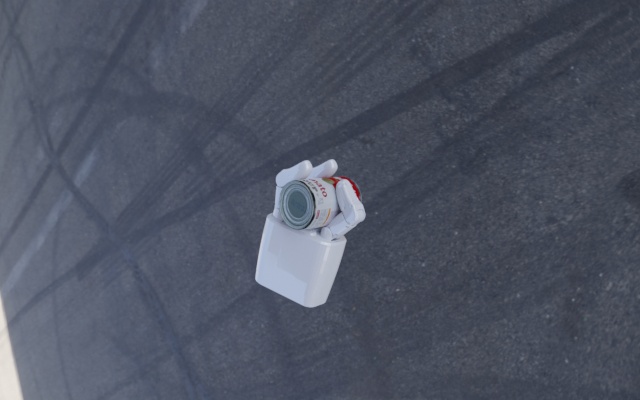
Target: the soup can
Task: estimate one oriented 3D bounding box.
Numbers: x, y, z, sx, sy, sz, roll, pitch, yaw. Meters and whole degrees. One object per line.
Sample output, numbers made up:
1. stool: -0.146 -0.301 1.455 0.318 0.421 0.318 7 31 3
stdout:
1. soup can: 0.000 0.002 0.662 0.068 0.068 0.102 0 4 41
